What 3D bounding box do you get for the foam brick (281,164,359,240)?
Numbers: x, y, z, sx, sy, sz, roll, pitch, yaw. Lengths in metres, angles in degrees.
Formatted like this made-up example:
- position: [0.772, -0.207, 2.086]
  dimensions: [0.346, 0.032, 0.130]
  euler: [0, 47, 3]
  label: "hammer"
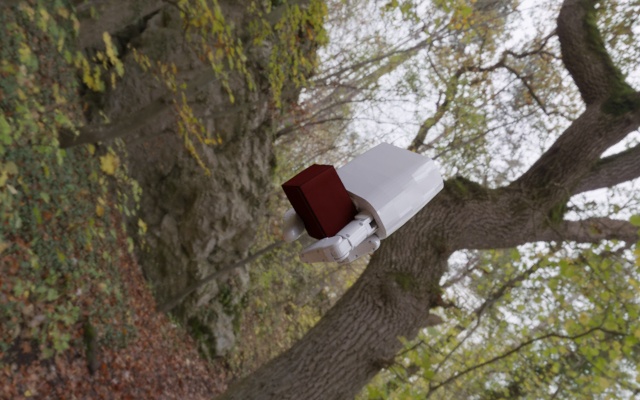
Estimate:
- position: [0.000, 0.002, 0.560]
  dimensions: [0.051, 0.078, 0.053]
  euler: [-35, 20, -19]
  label: "foam brick"
